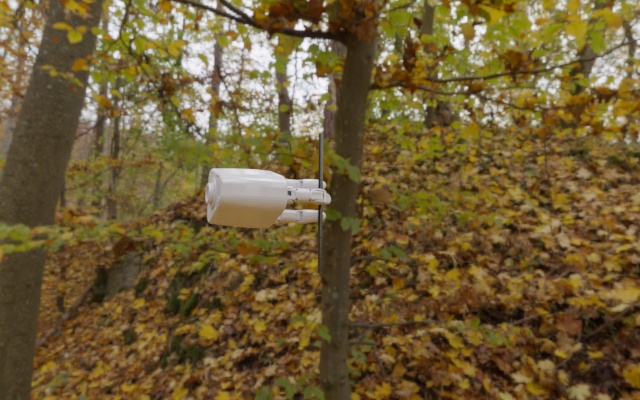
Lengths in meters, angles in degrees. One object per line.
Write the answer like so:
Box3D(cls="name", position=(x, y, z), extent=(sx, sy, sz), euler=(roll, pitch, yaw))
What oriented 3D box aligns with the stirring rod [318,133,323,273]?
Box3D(cls="stirring rod", position=(0.000, 0.003, 0.821), extent=(0.011, 0.239, 0.011), euler=(0, -7, 0))
